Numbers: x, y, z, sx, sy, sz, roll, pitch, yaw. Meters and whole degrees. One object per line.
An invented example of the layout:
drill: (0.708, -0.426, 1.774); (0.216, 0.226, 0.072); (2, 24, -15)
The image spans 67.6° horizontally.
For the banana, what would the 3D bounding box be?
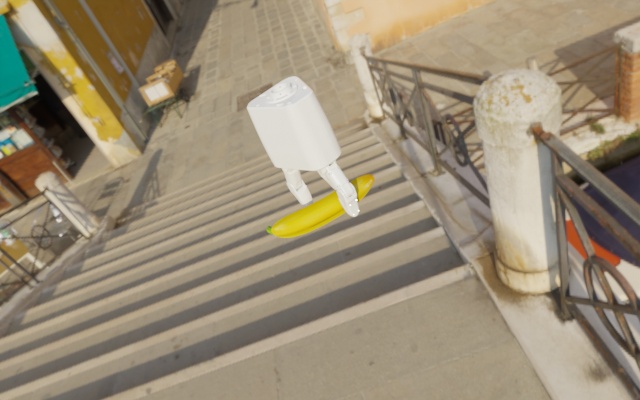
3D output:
banana: (0.000, 0.013, 0.755); (0.198, 0.037, 0.069); (-25, 28, 4)
